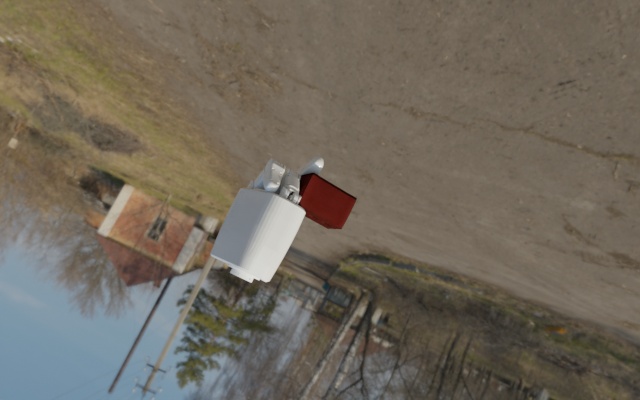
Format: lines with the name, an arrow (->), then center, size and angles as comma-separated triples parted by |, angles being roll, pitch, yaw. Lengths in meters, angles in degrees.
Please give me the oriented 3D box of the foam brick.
foam brick -> 0.000, 0.002, 0.681 | 0.078, 0.051, 0.053 | 30, -14, -20
